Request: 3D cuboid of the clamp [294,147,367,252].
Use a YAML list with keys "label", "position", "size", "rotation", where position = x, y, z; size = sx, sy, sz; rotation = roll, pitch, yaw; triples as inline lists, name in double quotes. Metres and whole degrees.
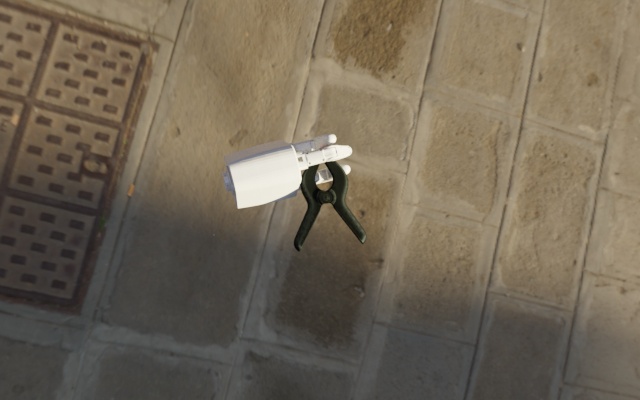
- label: "clamp"
  position: [0.000, 0.002, 0.785]
  size: [0.120, 0.171, 0.039]
  rotation: [-15, -1, -11]
